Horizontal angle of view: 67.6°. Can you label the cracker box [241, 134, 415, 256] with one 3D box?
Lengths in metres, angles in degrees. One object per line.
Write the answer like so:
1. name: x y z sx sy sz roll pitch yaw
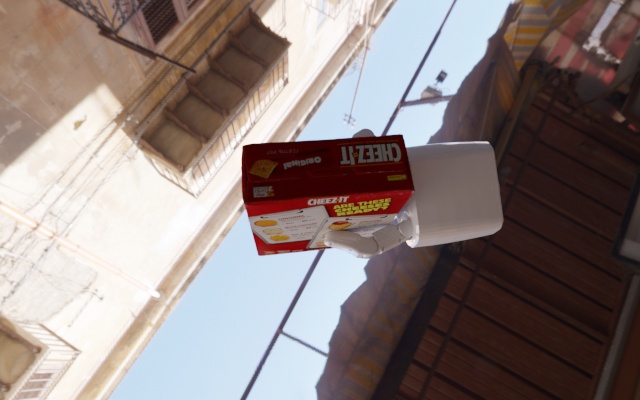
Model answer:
1. cracker box: 0.000 0.002 0.554 0.164 0.072 0.214 -5 -19 -5
